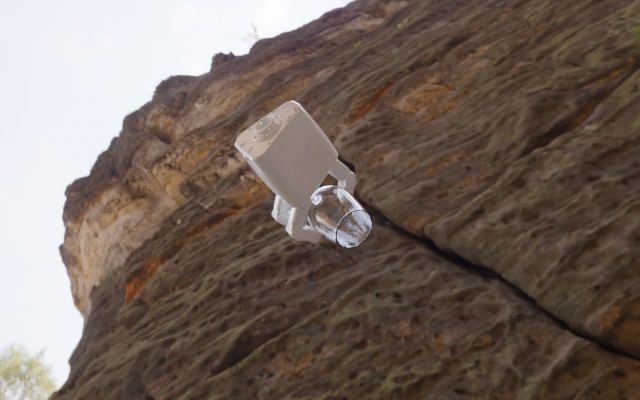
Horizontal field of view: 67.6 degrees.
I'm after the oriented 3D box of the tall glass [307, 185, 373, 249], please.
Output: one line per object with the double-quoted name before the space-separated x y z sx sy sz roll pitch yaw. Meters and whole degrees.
"tall glass" 0.000 0.002 0.751 0.079 0.079 0.201 0 23 -32
